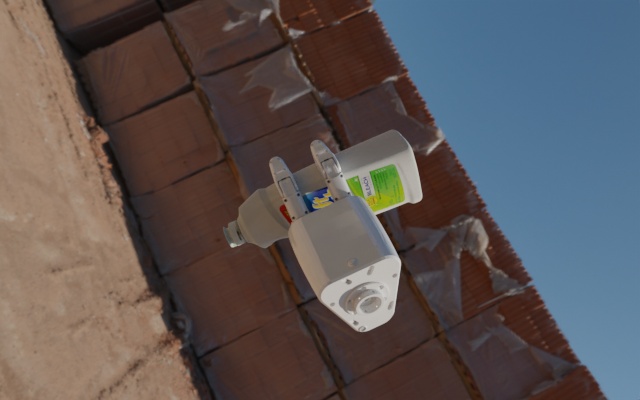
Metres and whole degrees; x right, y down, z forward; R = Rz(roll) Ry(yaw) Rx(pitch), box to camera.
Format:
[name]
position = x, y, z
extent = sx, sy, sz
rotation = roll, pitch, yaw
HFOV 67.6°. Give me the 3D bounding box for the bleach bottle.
[bleach bottle]
position = 0.000, 0.002, 0.613
extent = 0.251, 0.103, 0.068
rotation = -24, 38, -3
